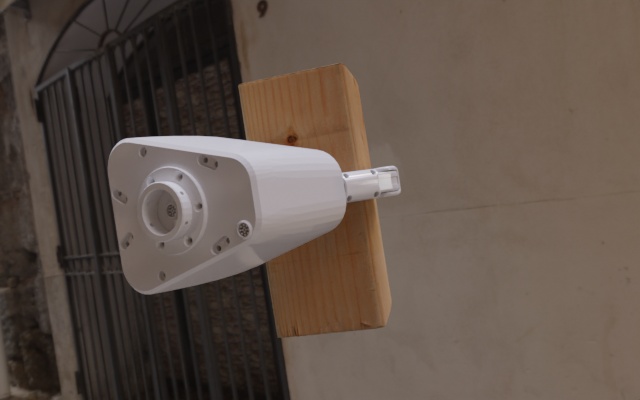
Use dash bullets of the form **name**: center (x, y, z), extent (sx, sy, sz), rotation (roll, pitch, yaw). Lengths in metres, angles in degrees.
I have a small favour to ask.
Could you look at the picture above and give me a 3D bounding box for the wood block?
- **wood block**: center (0.000, 0.001, 0.415), extent (0.091, 0.206, 0.090), rotation (-9, 0, 12)
